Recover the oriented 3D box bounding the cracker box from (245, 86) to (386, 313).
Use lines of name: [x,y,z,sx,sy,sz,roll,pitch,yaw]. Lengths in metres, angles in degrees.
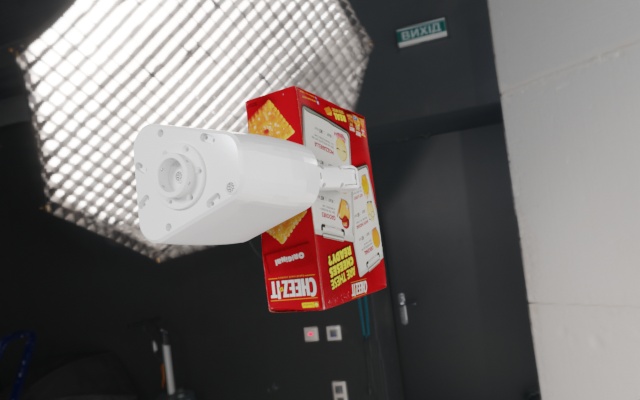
cracker box: [0.000,0.002,0.525,0.072,0.213,0.164,-10,-6,28]
